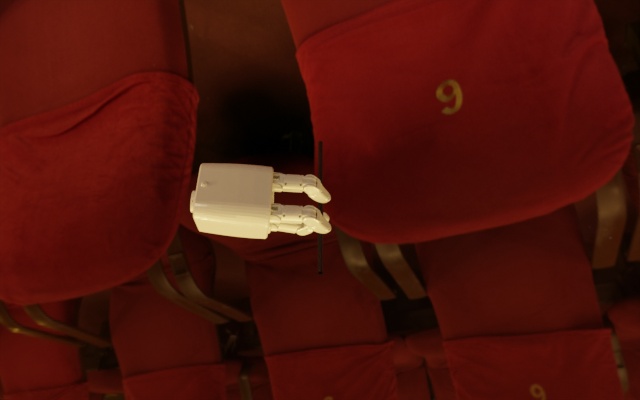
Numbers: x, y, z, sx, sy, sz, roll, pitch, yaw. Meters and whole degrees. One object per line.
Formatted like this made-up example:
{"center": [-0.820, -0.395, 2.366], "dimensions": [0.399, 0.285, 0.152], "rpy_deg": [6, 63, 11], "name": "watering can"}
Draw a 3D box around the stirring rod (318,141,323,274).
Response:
{"center": [0.000, 0.002, 0.743], "dimensions": [0.011, 0.239, 0.011], "rpy_deg": [0, -33, 0], "name": "stirring rod"}
